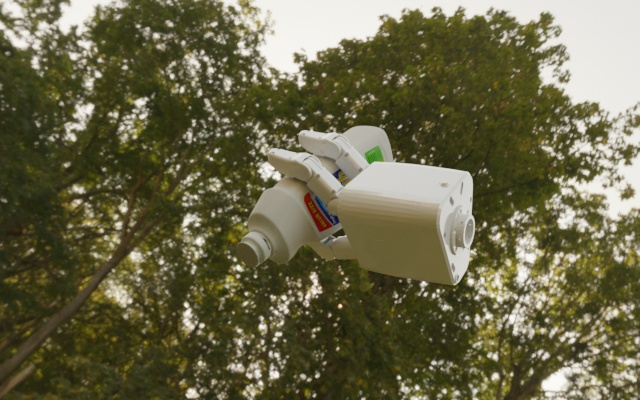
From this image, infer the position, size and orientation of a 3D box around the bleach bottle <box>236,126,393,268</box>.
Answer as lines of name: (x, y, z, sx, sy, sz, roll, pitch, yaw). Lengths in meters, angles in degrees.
bleach bottle: (0.000, 0.002, 0.549, 0.068, 0.103, 0.250, 7, 32, 35)
